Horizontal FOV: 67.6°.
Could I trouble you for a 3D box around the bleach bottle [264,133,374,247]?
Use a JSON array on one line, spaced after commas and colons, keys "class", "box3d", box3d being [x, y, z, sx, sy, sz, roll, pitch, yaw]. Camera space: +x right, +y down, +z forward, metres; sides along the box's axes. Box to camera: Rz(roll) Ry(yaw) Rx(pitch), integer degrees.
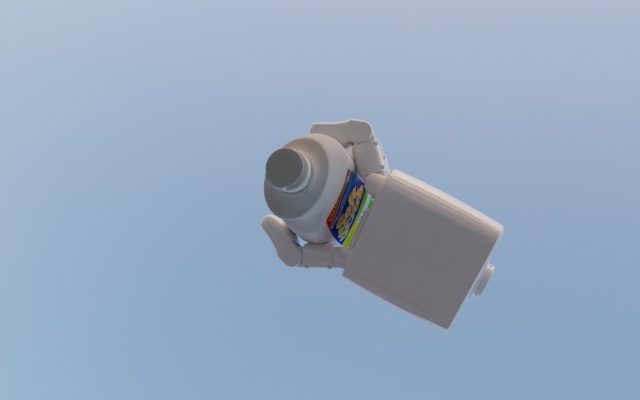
[{"class": "bleach bottle", "box3d": [0.000, 0.001, 0.454, 0.068, 0.102, 0.251, 28, 0, 16]}]
